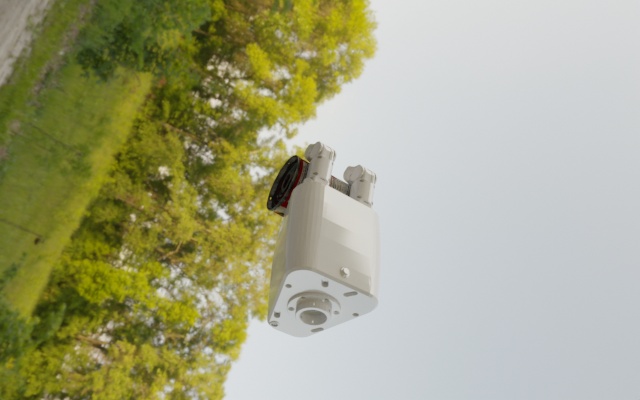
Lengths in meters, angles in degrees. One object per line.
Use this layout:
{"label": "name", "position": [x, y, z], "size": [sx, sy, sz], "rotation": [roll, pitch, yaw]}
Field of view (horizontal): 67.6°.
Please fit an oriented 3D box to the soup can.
{"label": "soup can", "position": [0.000, 0.002, 0.540], "size": [0.102, 0.068, 0.068], "rotation": [27, -10, -20]}
